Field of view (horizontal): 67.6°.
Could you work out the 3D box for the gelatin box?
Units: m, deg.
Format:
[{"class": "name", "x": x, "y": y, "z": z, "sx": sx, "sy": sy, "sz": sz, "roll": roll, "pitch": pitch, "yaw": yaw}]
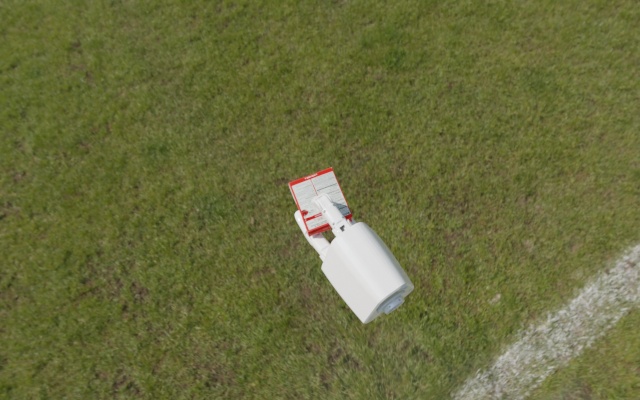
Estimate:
[{"class": "gelatin box", "x": 0.000, "y": 0.002, "z": 0.740, "sx": 0.073, "sy": 0.089, "sz": 0.030, "roll": -21, "pitch": -18, "yaw": -5}]
